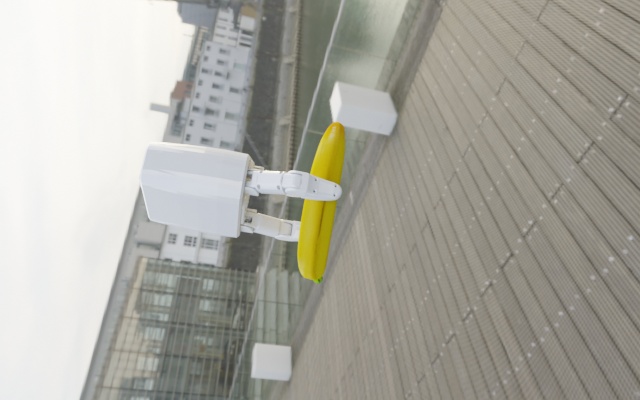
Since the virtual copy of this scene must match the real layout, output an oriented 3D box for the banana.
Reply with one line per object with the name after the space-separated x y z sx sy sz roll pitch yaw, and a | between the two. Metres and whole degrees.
-0.001 0.008 0.544 0.037 0.198 0.069 9 9 0 | banana
